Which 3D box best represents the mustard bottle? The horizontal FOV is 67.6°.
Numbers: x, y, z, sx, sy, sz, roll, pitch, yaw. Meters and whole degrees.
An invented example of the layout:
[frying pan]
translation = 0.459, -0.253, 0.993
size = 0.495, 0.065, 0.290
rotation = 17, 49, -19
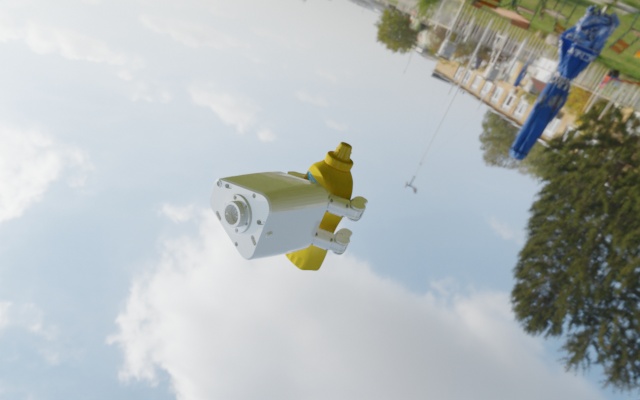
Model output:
[mustard bottle]
translation = 0.000, 0.003, 0.702
size = 0.058, 0.192, 0.096
rotation = 9, 27, -31
